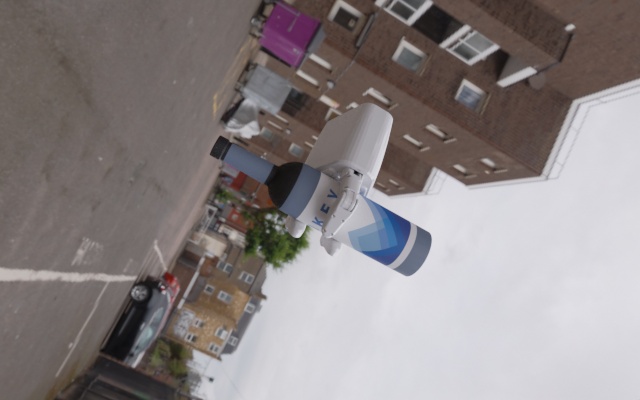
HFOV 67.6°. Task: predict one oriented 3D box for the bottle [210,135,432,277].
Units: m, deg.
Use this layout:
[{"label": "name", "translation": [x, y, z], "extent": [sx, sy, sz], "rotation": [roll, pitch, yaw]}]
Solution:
[{"label": "bottle", "translation": [0.000, 0.002, 0.601], "extent": [0.296, 0.069, 0.069], "rotation": [28, -6, -11]}]
